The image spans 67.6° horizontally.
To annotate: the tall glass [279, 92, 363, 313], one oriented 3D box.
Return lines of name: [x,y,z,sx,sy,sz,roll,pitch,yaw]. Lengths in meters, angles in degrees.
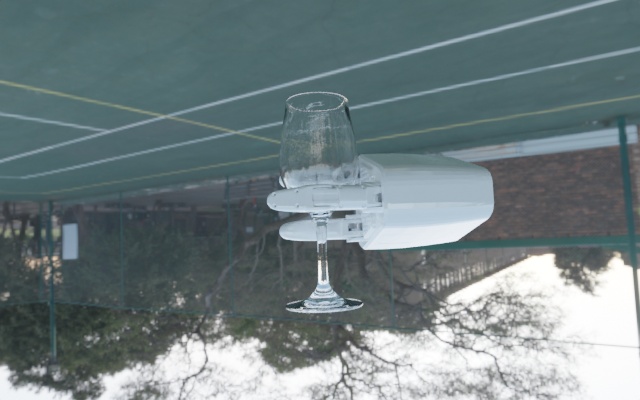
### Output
tall glass: [0.000,0.002,0.463,0.079,0.201,0.079,-3,-4,0]
